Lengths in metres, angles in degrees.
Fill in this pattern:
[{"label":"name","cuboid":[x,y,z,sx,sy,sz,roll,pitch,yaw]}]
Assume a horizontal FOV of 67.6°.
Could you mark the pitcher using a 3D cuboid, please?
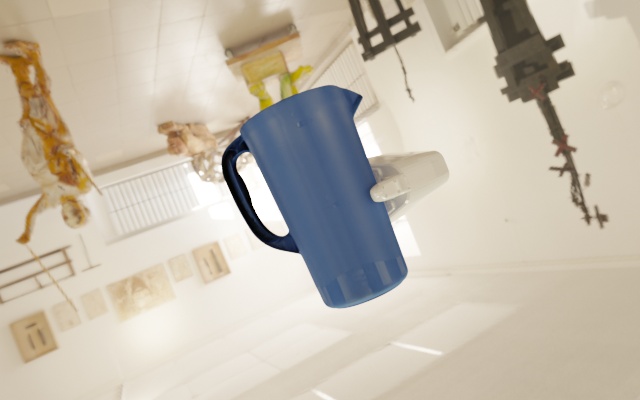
[{"label":"pitcher","cuboid":[0.000,0.002,0.568,0.145,0.243,0.149,-22,-1,-43]}]
